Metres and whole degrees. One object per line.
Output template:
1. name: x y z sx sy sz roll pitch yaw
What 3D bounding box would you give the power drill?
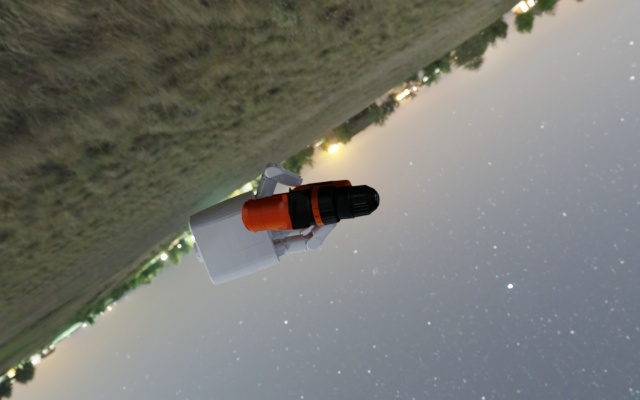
1. power drill: 0.000 0.002 0.689 0.184 0.057 0.187 -6 2 13
